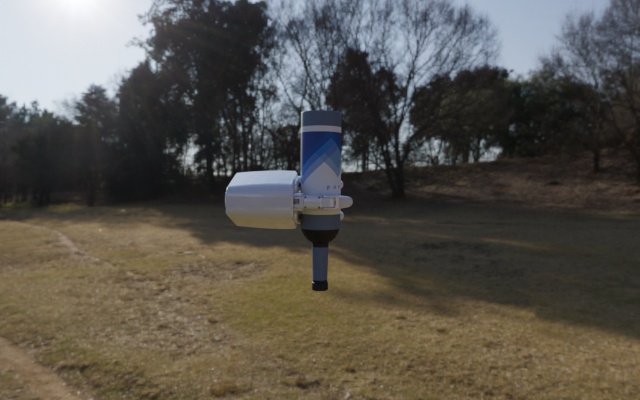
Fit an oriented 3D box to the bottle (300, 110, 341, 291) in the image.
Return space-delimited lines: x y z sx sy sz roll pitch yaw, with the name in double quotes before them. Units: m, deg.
"bottle" 0.000 0.002 0.794 0.069 0.296 0.069 0 3 0
